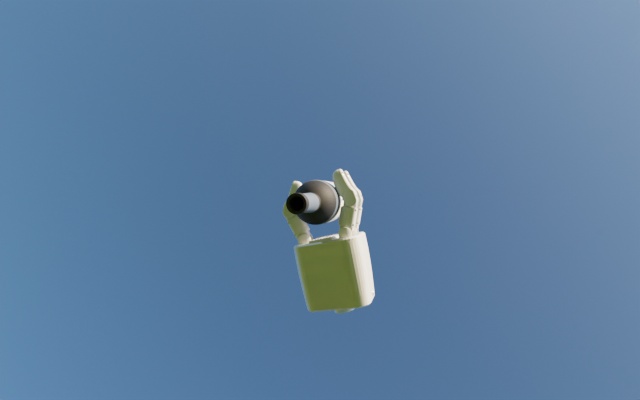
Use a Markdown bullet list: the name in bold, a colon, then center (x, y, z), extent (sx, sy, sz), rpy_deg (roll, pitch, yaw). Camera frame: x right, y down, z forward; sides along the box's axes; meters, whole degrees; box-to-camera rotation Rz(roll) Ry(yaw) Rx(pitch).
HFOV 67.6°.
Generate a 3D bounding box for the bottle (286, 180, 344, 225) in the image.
- **bottle**: center (0.000, 0.002, 0.738), extent (0.069, 0.069, 0.295), rpy_deg (0, 1, 12)
